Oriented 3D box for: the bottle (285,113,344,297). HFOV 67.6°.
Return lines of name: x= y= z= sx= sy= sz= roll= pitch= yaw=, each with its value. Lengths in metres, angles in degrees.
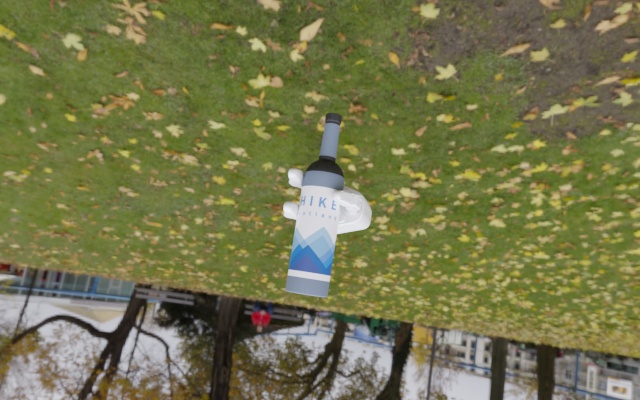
bottle: x=0.000 y=0.003 z=0.768 sx=0.069 sy=0.295 sz=0.069 roll=9 pitch=-9 yaw=1
